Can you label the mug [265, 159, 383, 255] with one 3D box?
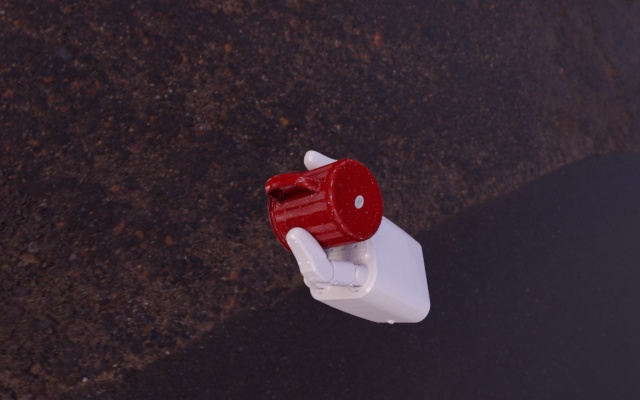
[{"bbox_3d":[-0.001,0.001,0.471,0.081,0.093,0.117,-16,-35,43],"label":"mug"}]
